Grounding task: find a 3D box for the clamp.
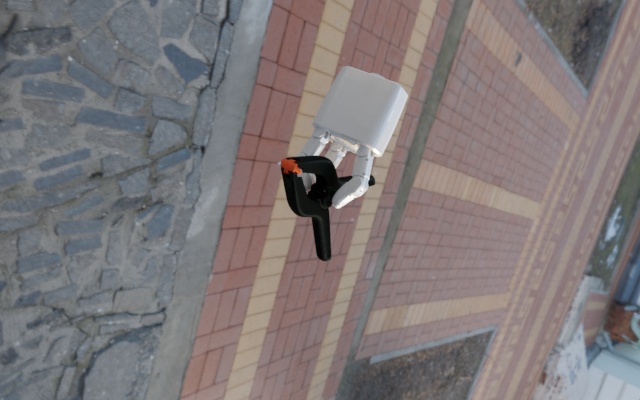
[{"bbox_3d":[0.001,0.002,0.725,0.036,0.164,0.210,24,-4,36],"label":"clamp"}]
